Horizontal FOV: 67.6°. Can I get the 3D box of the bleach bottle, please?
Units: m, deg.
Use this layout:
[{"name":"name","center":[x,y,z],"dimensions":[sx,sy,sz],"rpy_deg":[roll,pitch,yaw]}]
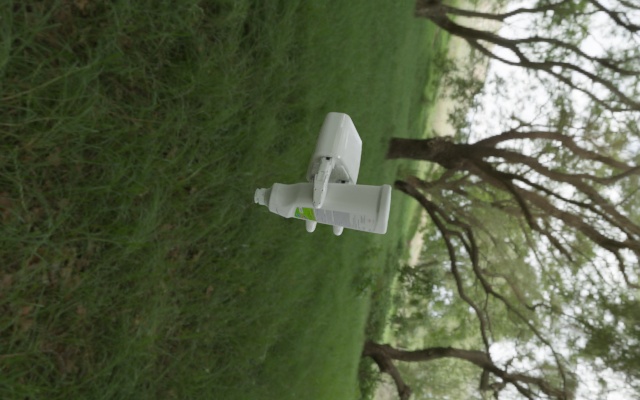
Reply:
[{"name":"bleach bottle","center":[0.000,0.003,0.880],"dimensions":[0.251,0.068,0.103],"rpy_deg":[8,-30,10]}]
